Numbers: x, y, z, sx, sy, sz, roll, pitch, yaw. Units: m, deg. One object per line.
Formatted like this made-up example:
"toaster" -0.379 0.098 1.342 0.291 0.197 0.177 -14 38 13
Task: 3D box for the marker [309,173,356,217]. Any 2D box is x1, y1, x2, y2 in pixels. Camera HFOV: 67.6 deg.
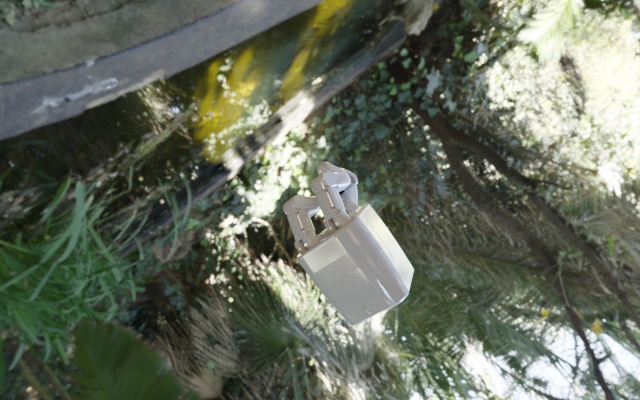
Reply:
"marker" 0.000 0.002 0.633 0.020 0.020 0.121 0 -29 -47
